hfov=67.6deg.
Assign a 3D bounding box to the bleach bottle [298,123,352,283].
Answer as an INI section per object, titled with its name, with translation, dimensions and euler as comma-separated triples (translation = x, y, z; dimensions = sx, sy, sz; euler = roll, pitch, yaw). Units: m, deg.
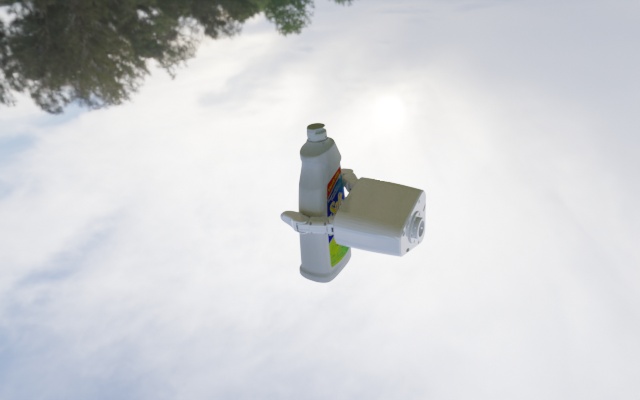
[bleach bottle]
translation = 0.000, 0.002, 0.763
dimensions = 0.068, 0.251, 0.102
euler = 12, 34, 30
